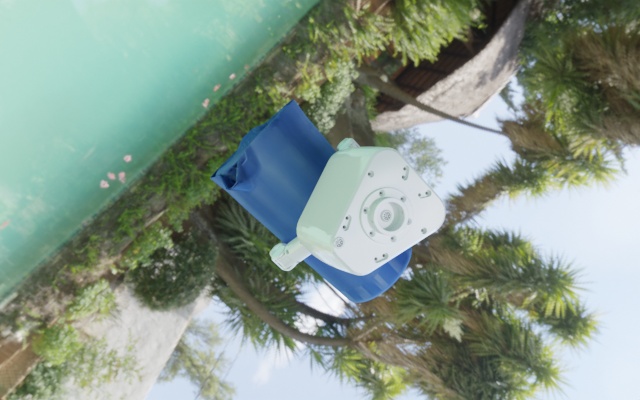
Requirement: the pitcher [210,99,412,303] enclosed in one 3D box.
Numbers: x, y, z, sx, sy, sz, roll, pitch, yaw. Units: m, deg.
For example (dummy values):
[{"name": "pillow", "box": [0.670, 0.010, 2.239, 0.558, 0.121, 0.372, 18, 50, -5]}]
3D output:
[{"name": "pitcher", "box": [0.000, 0.002, 0.589, 0.243, 0.149, 0.145, 46, -11, -14]}]
